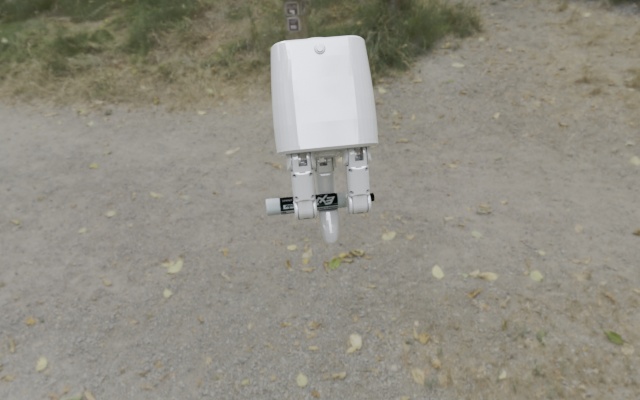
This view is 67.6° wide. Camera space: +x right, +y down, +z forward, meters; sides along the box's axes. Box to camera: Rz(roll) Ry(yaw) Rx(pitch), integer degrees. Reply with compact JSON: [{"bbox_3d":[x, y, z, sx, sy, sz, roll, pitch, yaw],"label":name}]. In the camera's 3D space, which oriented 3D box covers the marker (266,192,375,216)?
[{"bbox_3d":[0.000,0.002,0.532,0.121,0.020,0.020,-6,0,-4],"label":"marker"}]
